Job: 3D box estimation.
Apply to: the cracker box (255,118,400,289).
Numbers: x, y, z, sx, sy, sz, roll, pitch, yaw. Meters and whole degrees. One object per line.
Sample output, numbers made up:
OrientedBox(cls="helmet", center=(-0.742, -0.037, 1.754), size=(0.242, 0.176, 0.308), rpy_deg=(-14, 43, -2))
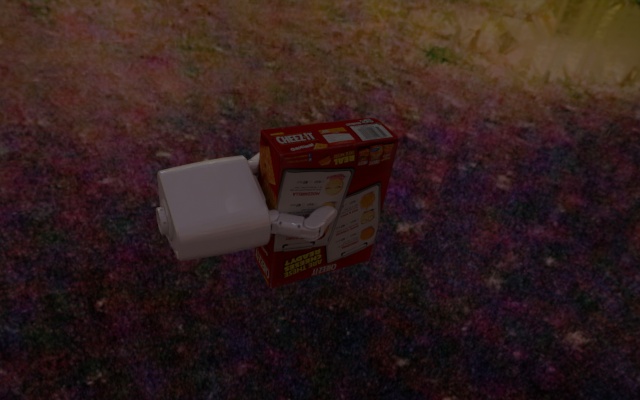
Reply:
OrientedBox(cls="cracker box", center=(0.000, 0.002, 0.639), size=(0.164, 0.214, 0.072), rpy_deg=(-12, 41, -25))
